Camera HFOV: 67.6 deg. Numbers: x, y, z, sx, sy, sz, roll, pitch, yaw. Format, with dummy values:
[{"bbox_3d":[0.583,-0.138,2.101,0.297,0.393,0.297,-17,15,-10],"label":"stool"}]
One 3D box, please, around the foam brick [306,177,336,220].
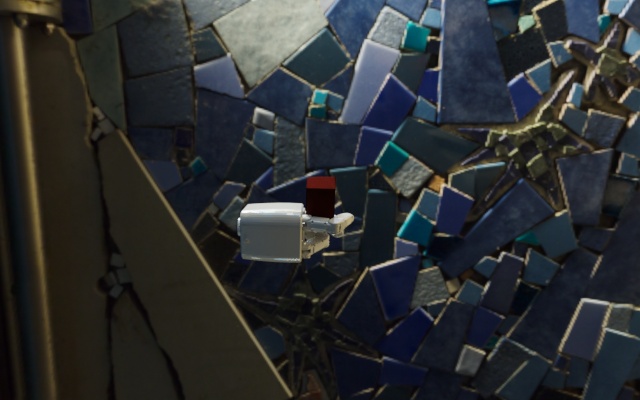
[{"bbox_3d":[0.000,0.002,0.839,0.051,0.078,0.053,3,25,2],"label":"foam brick"}]
